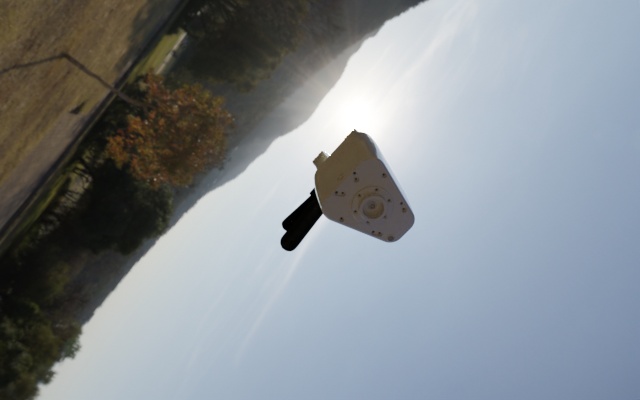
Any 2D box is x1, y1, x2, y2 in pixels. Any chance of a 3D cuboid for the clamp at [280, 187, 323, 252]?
[{"bbox_3d":[0.001,0.002,0.682,0.039,0.171,0.120,39,15,-15],"label":"clamp"}]
